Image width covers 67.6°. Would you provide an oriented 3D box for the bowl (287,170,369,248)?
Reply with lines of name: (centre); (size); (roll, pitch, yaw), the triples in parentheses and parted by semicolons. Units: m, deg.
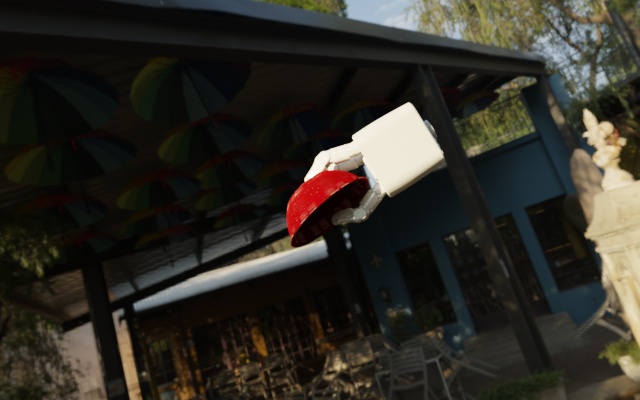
bowl: (-0.001, 0.003, 0.764); (0.162, 0.055, 0.162); (-38, -17, -14)
